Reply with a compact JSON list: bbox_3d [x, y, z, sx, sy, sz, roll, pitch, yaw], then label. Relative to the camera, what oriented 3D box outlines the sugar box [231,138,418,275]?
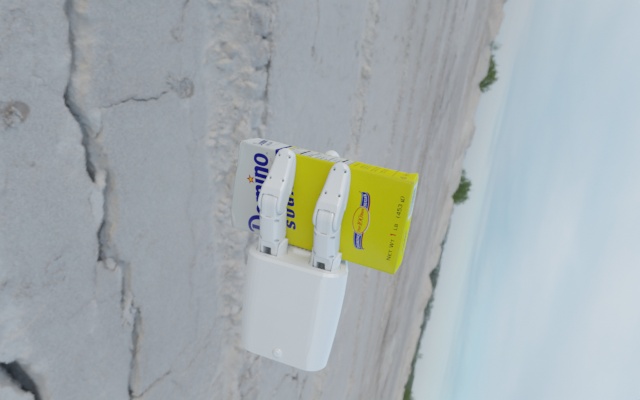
[{"bbox_3d":[0.000,0.002,0.468,0.176,0.093,0.048,13,16,15],"label":"sugar box"}]
